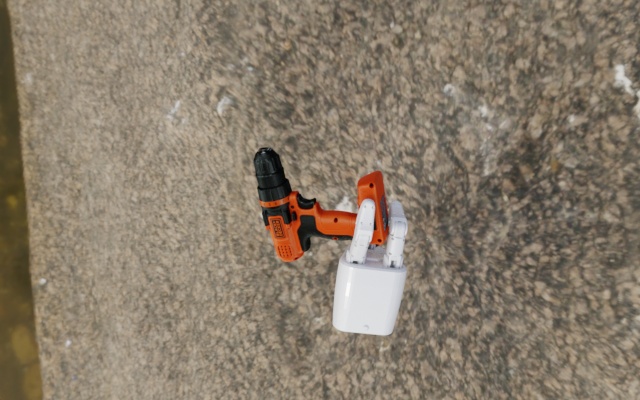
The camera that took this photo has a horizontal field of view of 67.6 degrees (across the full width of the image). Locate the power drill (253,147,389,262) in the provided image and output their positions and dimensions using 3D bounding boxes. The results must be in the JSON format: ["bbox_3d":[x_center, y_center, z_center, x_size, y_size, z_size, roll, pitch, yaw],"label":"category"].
[{"bbox_3d":[0.001,0.003,0.702,0.187,0.184,0.057,-4,25,21],"label":"power drill"}]
